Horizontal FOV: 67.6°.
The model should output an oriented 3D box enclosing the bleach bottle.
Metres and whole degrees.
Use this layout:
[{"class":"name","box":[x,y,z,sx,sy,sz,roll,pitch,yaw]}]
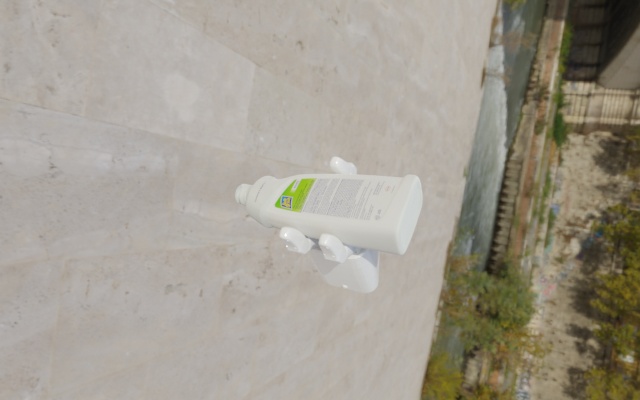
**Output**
[{"class":"bleach bottle","box":[0.000,0.002,0.639,0.251,0.102,0.068,9,-37,26]}]
